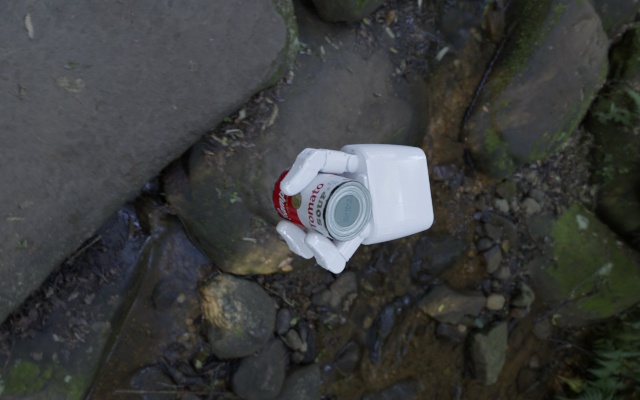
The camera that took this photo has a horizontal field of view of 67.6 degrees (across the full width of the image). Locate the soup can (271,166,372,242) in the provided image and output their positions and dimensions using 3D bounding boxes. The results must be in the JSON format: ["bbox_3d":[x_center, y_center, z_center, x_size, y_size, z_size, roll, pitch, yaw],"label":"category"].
[{"bbox_3d":[0.000,0.002,0.537,0.068,0.068,0.102,0,12,-38],"label":"soup can"}]
